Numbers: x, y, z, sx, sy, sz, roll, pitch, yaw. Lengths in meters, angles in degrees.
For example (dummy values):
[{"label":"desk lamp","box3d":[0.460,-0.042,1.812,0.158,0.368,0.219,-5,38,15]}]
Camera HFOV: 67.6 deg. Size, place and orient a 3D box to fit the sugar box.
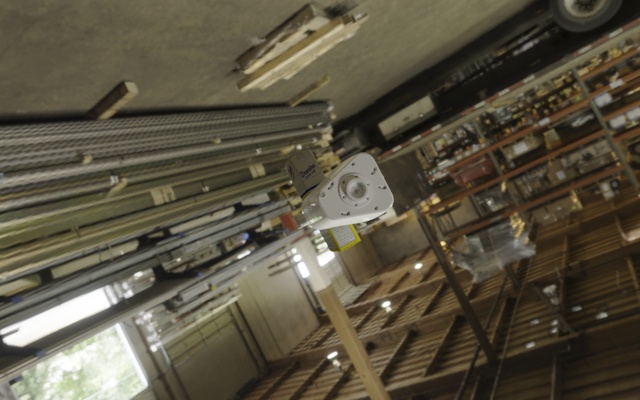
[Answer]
[{"label":"sugar box","box3d":[0.001,0.003,0.816,0.048,0.176,0.093,-26,-1,-12]}]
